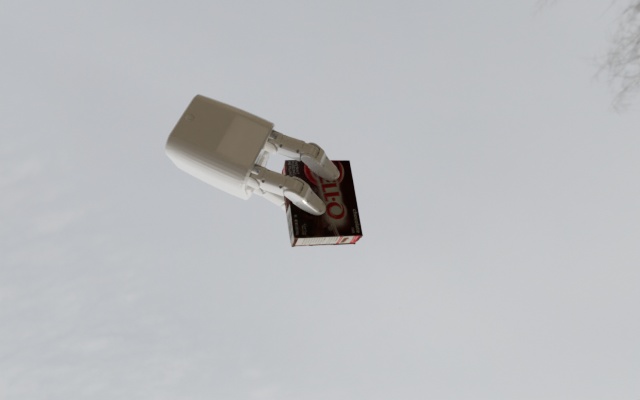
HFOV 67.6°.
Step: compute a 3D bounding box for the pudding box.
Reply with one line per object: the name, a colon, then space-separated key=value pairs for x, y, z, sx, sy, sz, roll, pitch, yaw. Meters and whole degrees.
pudding box: x=0.000 y=0.002 z=0.620 sx=0.090 sy=0.113 sz=0.039 roll=-2 pitch=-23 yaw=-15
